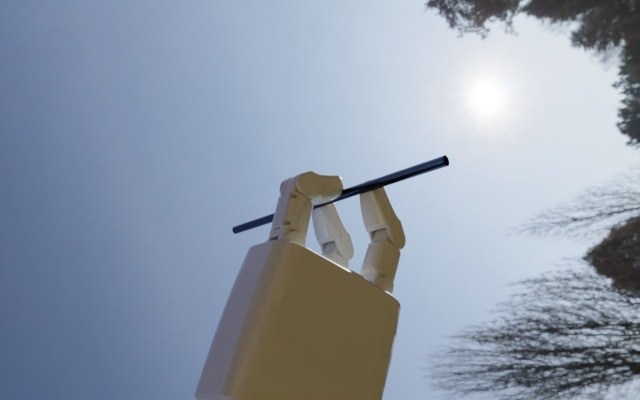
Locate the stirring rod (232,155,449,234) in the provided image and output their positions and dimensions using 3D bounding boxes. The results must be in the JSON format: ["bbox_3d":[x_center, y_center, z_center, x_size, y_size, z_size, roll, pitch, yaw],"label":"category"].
[{"bbox_3d":[0.000,0.001,0.406,0.239,0.011,0.011,-18,-12,41],"label":"stirring rod"}]
